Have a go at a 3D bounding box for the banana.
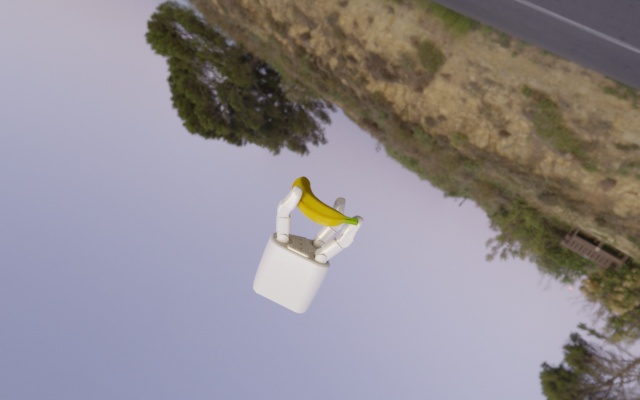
[{"bbox_3d":[-0.013,0.002,0.843,0.069,0.037,0.197,10,20,-35],"label":"banana"}]
